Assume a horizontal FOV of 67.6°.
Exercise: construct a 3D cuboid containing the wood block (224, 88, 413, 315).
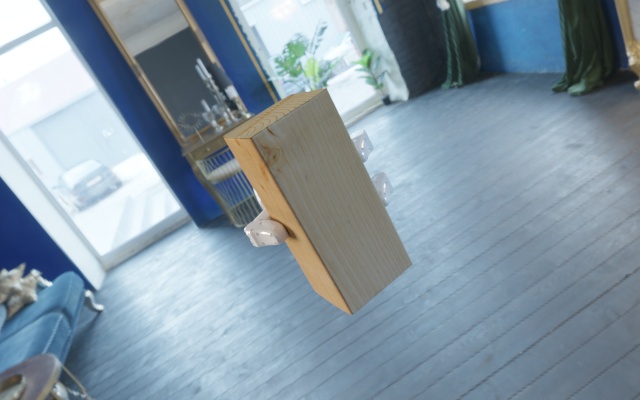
[{"bbox_3d":[0.000,0.002,0.492,0.091,0.206,0.090,-36,22,-18],"label":"wood block"}]
